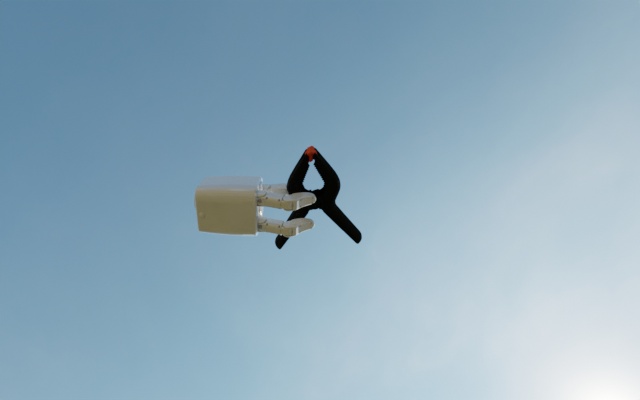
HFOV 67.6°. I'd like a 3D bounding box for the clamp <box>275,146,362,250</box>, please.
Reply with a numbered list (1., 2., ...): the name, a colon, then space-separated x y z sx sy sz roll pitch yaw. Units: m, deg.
1. clamp: 0.000 0.002 0.865 0.164 0.210 0.036 1 31 -4
